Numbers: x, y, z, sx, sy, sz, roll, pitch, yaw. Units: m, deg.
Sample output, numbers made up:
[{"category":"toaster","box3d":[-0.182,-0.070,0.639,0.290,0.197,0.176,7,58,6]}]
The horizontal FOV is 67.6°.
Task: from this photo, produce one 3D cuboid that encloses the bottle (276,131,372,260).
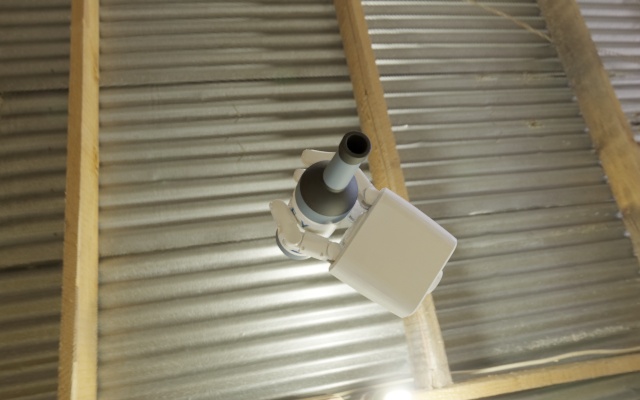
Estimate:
[{"category":"bottle","box3d":[0.000,0.002,0.552,0.069,0.069,0.296,0,-20,-13]}]
